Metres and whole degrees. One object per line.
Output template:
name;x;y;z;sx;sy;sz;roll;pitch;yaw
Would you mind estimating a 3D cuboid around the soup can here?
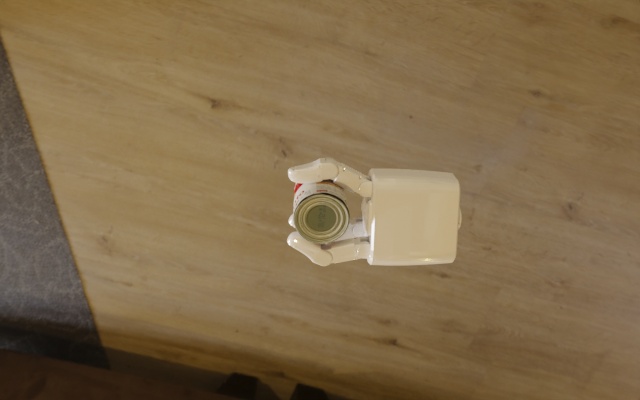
soup can;0.000;0.002;0.597;0.068;0.068;0.102;0;24;-2
